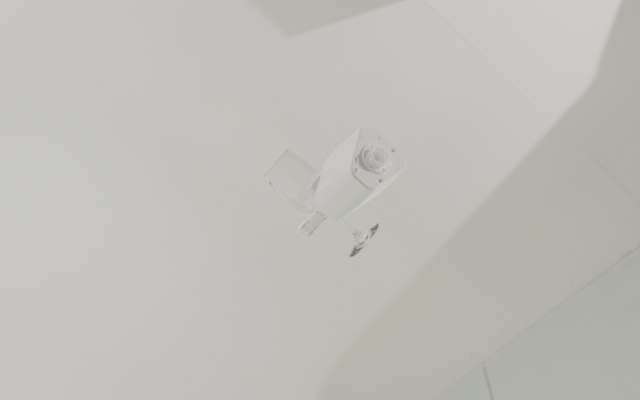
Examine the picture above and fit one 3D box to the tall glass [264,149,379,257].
[{"bbox_3d":[0.001,0.003,0.804,0.201,0.079,0.079,41,-5,-6],"label":"tall glass"}]
